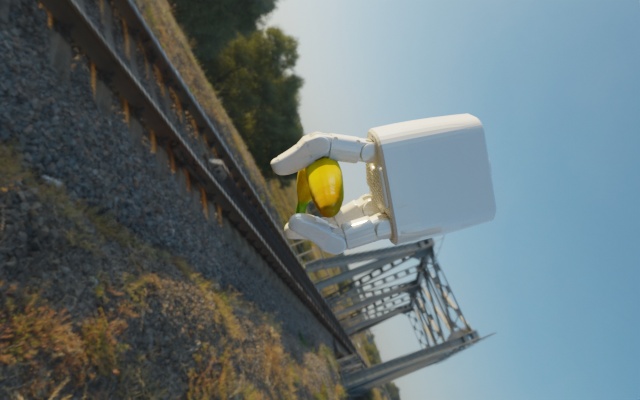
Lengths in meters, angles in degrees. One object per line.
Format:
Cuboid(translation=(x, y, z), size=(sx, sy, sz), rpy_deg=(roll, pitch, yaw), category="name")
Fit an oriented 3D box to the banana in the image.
Cuboid(translation=(-0.001, -0.017, 0.498), size=(0.037, 0.069, 0.198), rpy_deg=(-1, -2, -8), category="banana")
